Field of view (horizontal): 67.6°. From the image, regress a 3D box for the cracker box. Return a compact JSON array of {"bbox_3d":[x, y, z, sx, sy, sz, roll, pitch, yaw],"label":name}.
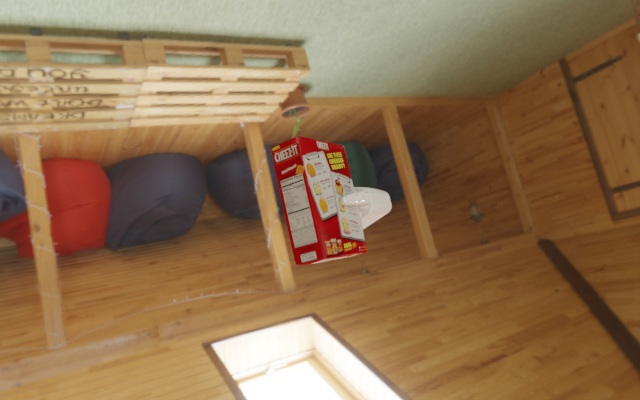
[{"bbox_3d":[0.000,0.003,0.866,0.072,0.213,0.164,-18,-10,30],"label":"cracker box"}]
